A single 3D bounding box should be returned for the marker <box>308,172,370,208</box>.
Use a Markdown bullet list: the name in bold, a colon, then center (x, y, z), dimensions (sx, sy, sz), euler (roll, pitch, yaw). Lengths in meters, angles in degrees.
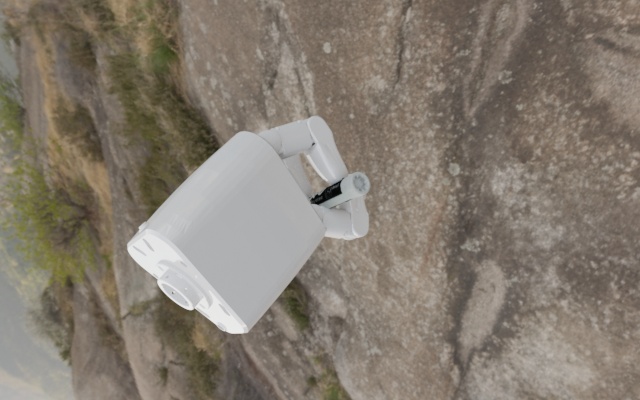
- **marker**: center (0.000, 0.001, 0.422), dimensions (0.020, 0.020, 0.121), euler (0, -14, -33)
